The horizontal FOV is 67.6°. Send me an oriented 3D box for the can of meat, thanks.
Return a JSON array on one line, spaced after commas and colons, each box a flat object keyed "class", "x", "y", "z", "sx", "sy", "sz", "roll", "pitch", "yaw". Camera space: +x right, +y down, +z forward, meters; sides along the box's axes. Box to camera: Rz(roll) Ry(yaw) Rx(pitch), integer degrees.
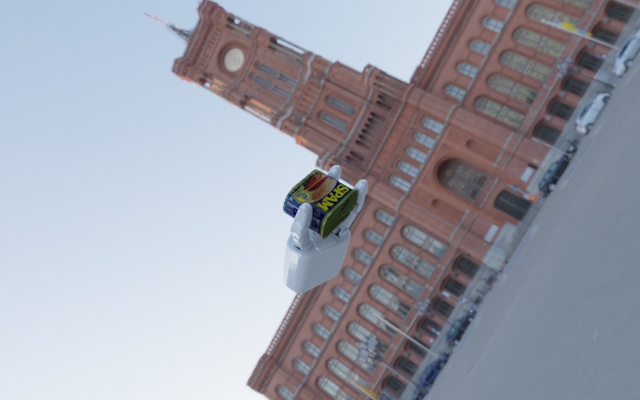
[{"class": "can of meat", "x": 0.000, "y": 0.002, "z": 0.787, "sx": 0.084, "sy": 0.057, "sz": 0.102, "roll": 31, "pitch": 49, "yaw": 21}]
